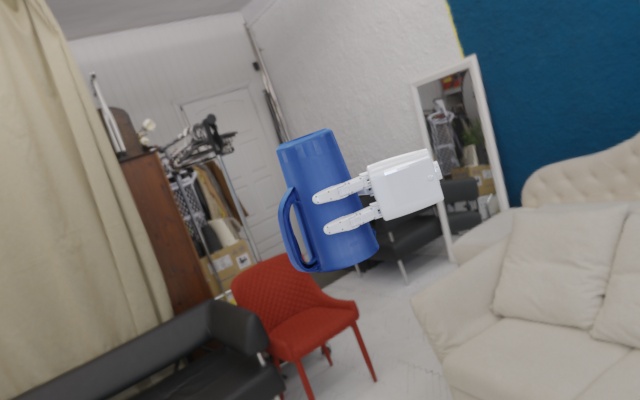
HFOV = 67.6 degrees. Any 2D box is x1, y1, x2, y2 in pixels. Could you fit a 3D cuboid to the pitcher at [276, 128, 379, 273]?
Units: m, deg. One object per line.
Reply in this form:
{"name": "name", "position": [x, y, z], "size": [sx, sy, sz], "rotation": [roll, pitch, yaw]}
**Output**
{"name": "pitcher", "position": [0.000, 0.003, 0.862], "size": [0.145, 0.243, 0.149], "rotation": [-18, 9, 13]}
